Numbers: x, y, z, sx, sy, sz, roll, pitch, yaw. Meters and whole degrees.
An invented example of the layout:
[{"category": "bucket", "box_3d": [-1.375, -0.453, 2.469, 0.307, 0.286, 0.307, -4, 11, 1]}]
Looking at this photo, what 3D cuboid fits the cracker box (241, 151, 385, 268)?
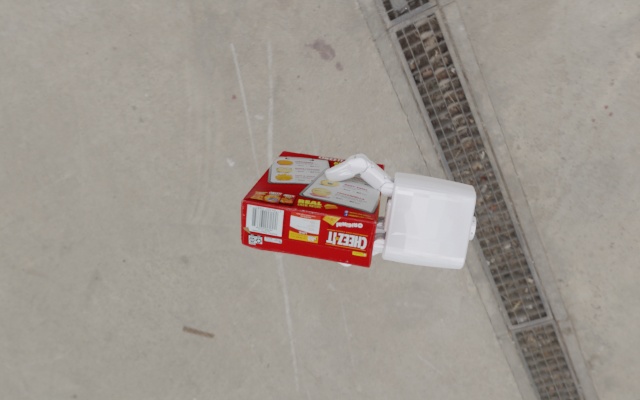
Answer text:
[{"category": "cracker box", "box_3d": [0.000, 0.002, 0.660, 0.164, 0.072, 0.213, 9, 23, 6]}]
